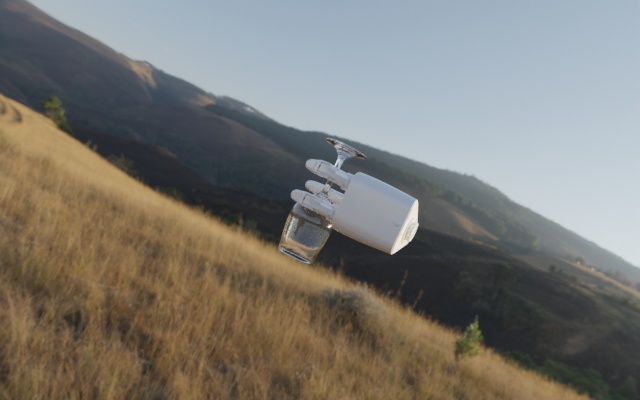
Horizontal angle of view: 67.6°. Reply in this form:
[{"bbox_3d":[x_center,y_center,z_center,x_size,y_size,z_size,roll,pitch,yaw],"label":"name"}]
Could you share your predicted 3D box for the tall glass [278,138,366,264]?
[{"bbox_3d":[0.000,0.002,0.794,0.079,0.201,0.079,26,-1,1],"label":"tall glass"}]
